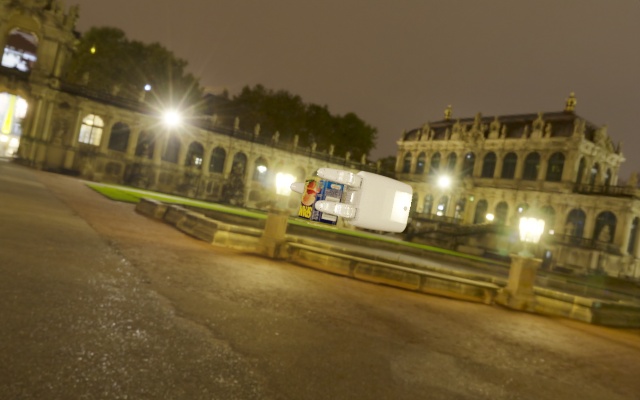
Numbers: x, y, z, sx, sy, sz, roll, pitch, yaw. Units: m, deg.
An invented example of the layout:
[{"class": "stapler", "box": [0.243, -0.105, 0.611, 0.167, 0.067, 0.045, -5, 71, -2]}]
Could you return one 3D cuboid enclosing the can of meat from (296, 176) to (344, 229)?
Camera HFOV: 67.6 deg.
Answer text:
[{"class": "can of meat", "box": [0.000, 0.002, 0.855, 0.057, 0.084, 0.102, 12, -1, -19]}]
